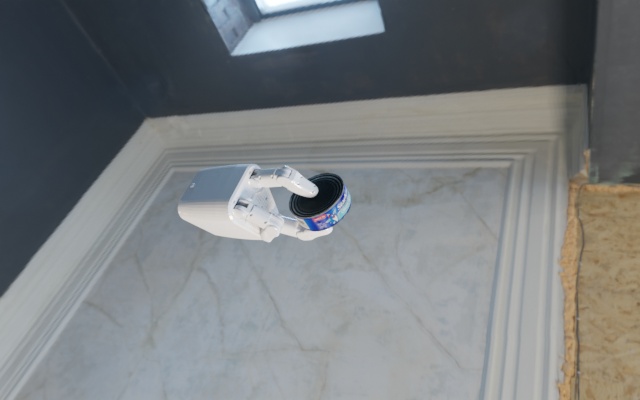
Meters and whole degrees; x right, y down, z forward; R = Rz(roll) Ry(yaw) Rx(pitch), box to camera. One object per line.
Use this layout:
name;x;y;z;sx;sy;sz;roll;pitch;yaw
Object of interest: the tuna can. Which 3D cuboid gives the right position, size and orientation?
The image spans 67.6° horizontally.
tuna can;0.000;0.003;0.682;0.086;0.086;0.034;0;-42;34
